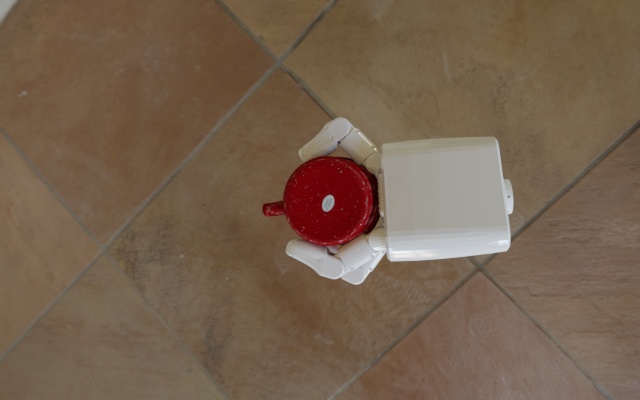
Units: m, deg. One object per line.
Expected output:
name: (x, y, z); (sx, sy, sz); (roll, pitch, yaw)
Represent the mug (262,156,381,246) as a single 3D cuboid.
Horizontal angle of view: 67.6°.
mug: (-0.001, 0.002, 0.465); (0.117, 0.093, 0.081); (-5, -1, 11)
